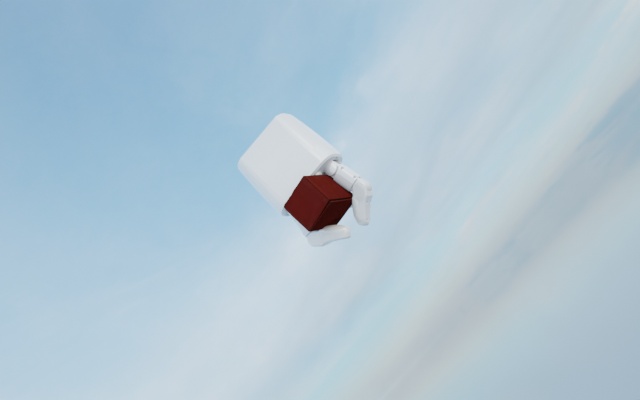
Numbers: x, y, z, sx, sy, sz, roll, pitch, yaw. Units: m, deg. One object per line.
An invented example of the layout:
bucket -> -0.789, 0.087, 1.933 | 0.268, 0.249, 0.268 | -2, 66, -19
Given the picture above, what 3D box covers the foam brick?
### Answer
foam brick -> 0.000, 0.002, 0.628 | 0.051, 0.053, 0.078 | 43, 22, 20
